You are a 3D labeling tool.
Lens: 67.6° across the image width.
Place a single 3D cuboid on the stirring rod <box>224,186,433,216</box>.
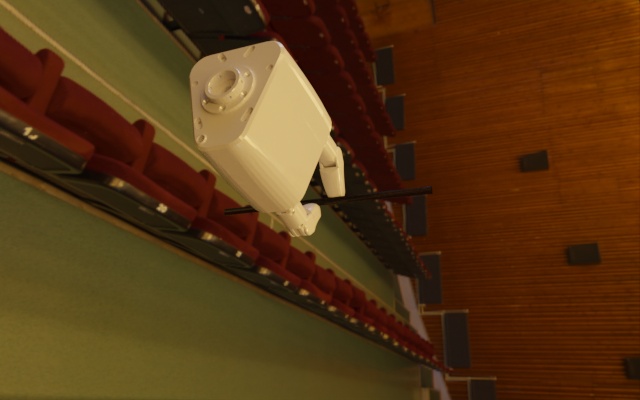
[{"bbox_3d":[0.000,0.002,0.523,0.239,0.011,0.011,-6,-2,20],"label":"stirring rod"}]
